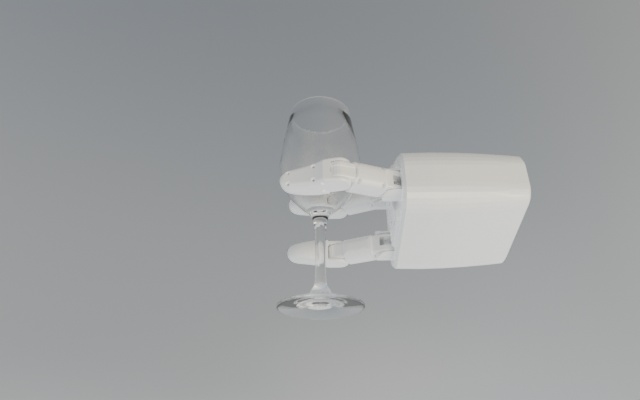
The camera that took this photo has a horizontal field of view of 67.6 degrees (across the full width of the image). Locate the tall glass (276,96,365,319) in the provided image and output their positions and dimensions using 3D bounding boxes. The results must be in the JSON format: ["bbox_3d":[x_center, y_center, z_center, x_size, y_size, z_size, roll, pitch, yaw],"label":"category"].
[{"bbox_3d":[0.000,0.002,0.442,0.079,0.201,0.079,0,-27,0],"label":"tall glass"}]
